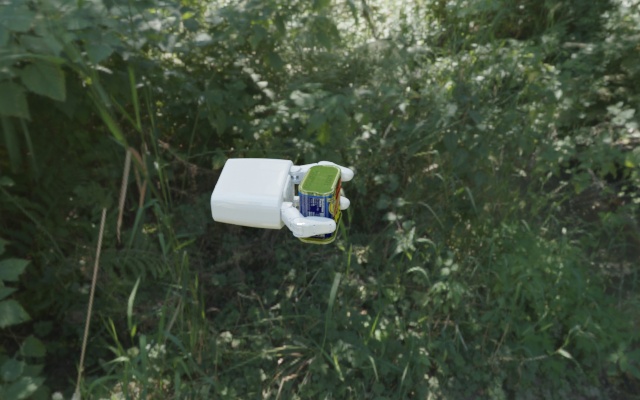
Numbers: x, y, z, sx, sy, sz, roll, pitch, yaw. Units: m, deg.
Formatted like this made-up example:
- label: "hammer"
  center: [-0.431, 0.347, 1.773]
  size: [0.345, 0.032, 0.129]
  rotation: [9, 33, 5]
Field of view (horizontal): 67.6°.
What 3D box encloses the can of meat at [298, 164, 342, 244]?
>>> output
- label: "can of meat"
  center: [0.000, 0.002, 0.722]
  size: [0.057, 0.084, 0.102]
  rotation: [5, 30, 10]
